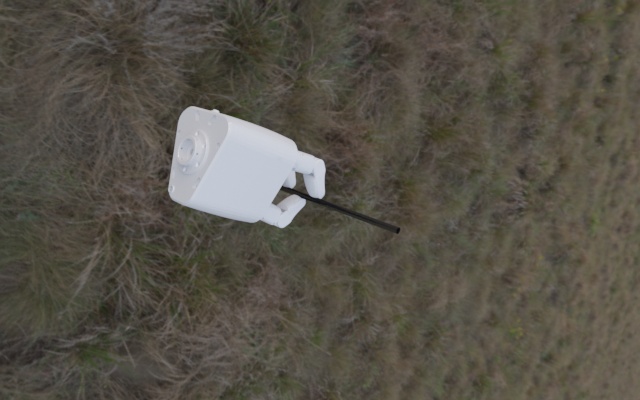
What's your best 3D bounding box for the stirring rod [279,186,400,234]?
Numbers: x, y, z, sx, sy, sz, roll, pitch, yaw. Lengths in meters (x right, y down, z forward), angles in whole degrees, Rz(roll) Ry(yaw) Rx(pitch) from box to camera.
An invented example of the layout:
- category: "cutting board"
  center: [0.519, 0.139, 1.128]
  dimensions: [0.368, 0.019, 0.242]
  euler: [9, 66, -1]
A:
- category: "stirring rod"
  center: [0.000, 0.002, 0.620]
  dimensions: [0.239, 0.011, 0.011]
  euler: [20, 13, 38]
